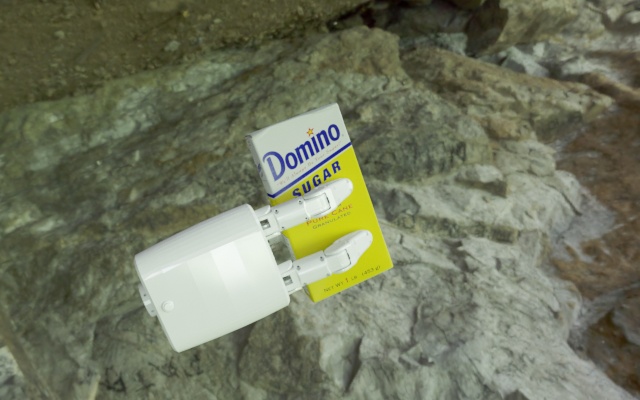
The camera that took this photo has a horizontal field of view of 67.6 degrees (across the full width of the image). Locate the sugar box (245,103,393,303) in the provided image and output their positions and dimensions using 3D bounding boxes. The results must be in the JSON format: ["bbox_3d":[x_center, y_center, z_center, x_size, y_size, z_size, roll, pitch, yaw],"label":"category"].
[{"bbox_3d":[0.000,0.002,0.478,0.093,0.176,0.048,-23,13,-12],"label":"sugar box"}]
